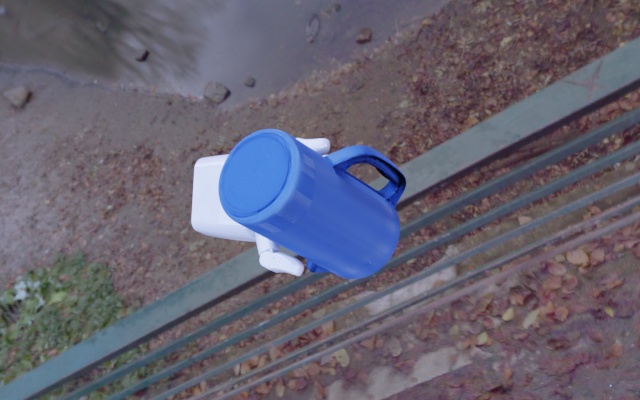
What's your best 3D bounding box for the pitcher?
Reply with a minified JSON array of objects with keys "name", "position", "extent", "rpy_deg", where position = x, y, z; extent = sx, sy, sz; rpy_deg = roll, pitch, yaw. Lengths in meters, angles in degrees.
[{"name":"pitcher","position":[0.000,0.002,0.585],"extent":[0.145,0.149,0.243],"rpy_deg":[0,-18,32]}]
